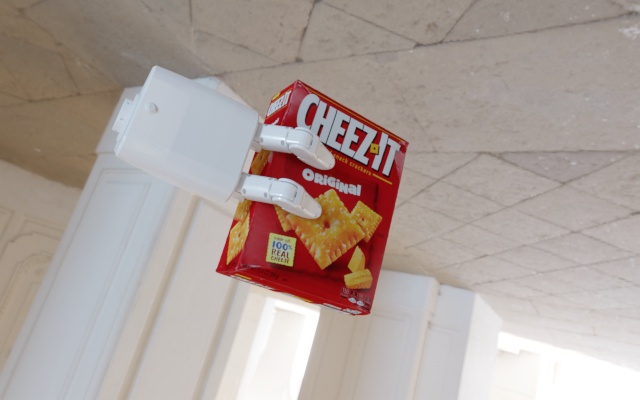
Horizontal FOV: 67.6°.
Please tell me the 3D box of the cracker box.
[{"bbox_3d":[0.000,0.002,0.527,0.164,0.213,0.072,24,-19,-26],"label":"cracker box"}]
